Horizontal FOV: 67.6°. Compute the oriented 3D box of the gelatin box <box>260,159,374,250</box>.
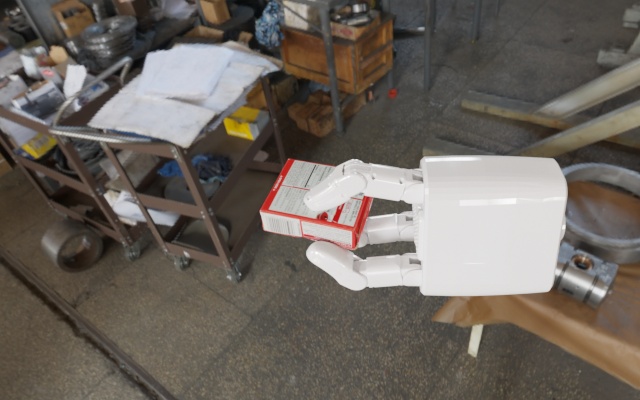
[{"bbox_3d":[0.000,0.001,0.433,0.089,0.030,0.073,11,47,14],"label":"gelatin box"}]
